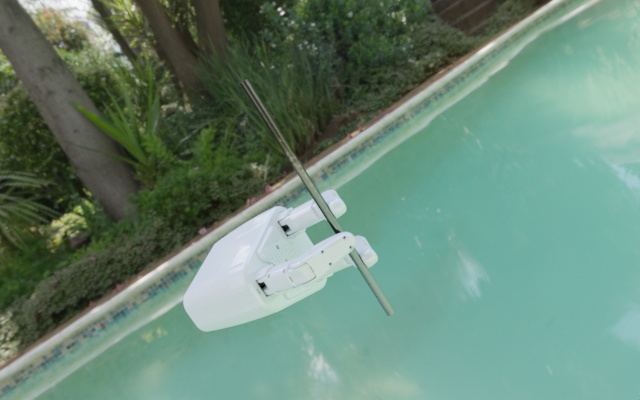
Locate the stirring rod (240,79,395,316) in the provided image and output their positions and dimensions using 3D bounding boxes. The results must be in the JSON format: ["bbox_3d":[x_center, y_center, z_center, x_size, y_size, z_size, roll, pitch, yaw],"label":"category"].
[{"bbox_3d":[0.000,0.001,0.415,0.011,0.239,0.011,-32,8,5],"label":"stirring rod"}]
